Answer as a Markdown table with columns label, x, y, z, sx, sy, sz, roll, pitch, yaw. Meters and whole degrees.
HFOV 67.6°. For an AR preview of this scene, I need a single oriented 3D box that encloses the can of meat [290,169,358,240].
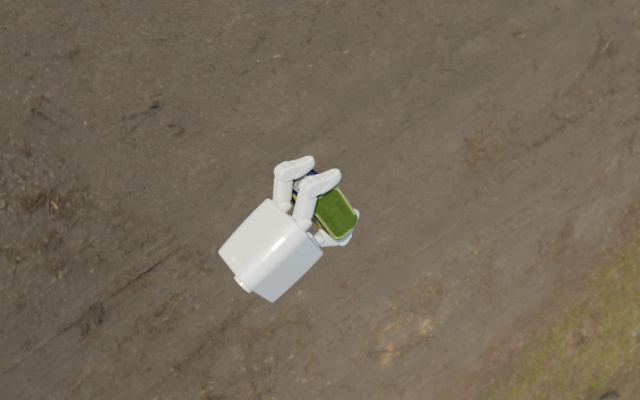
| label | x | y | z | sx | sy | sz | roll | pitch | yaw |
| --- | --- | --- | --- | --- | --- | --- | --- | --- | --- |
| can of meat | 0.000 | 0.002 | 0.705 | 0.084 | 0.057 | 0.102 | 38 | -11 | 46 |
